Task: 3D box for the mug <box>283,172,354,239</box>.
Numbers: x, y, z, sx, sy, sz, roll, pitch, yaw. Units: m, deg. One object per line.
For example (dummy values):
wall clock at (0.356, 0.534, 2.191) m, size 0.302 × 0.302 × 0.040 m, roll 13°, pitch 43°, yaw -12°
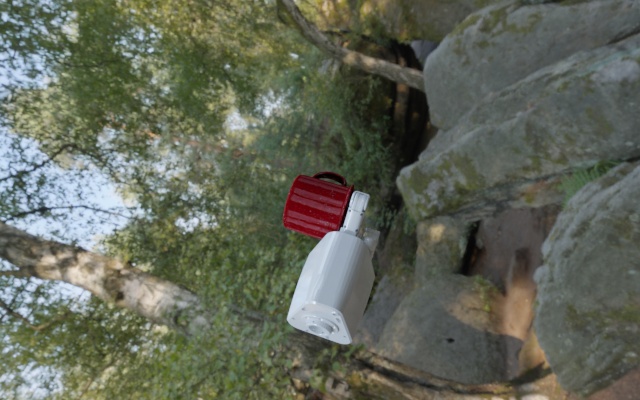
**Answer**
mug at (0.000, 0.001, 0.691) m, size 0.081 × 0.117 × 0.093 m, roll 16°, pitch -35°, yaw 7°
